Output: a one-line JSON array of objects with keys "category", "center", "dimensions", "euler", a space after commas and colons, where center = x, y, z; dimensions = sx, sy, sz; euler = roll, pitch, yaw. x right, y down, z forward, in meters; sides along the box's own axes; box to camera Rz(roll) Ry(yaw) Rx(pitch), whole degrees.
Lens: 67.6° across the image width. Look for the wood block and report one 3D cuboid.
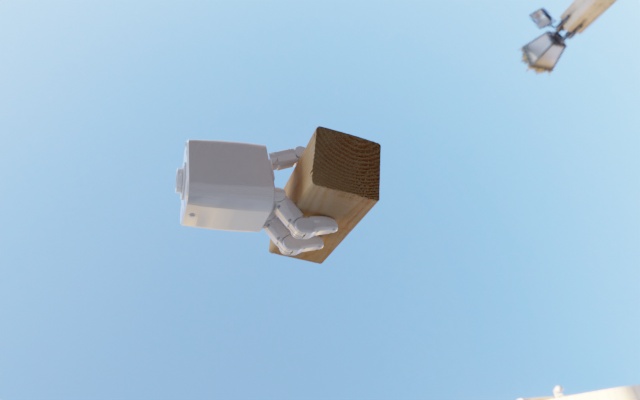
[{"category": "wood block", "center": [0.000, 0.002, 0.665], "dimensions": [0.090, 0.090, 0.206], "euler": [14, -32, -14]}]
